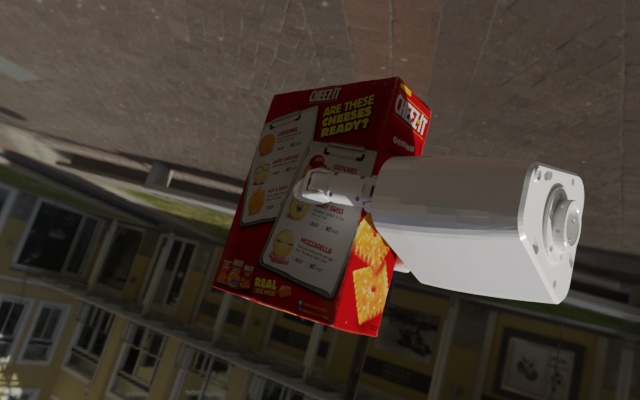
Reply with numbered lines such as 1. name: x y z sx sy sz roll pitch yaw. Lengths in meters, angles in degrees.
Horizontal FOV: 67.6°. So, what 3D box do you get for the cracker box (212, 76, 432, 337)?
1. cracker box: 0.000 0.002 0.456 0.164 0.213 0.072 5 -16 43
